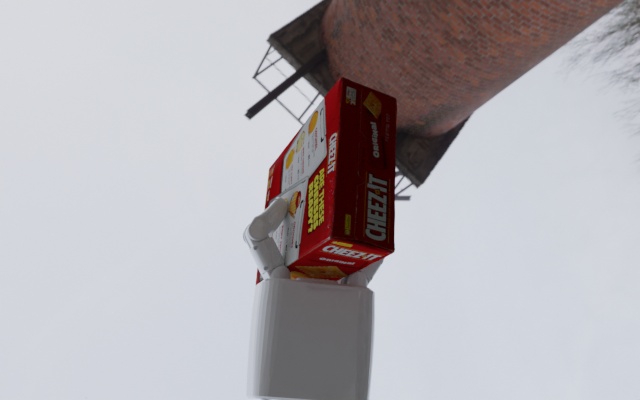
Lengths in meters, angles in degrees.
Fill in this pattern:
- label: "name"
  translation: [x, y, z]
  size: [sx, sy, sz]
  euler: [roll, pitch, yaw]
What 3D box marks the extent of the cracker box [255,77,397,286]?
- label: "cracker box"
  translation: [0.000, 0.002, 0.512]
  size: [0.072, 0.164, 0.214]
  euler: [14, -26, -21]
